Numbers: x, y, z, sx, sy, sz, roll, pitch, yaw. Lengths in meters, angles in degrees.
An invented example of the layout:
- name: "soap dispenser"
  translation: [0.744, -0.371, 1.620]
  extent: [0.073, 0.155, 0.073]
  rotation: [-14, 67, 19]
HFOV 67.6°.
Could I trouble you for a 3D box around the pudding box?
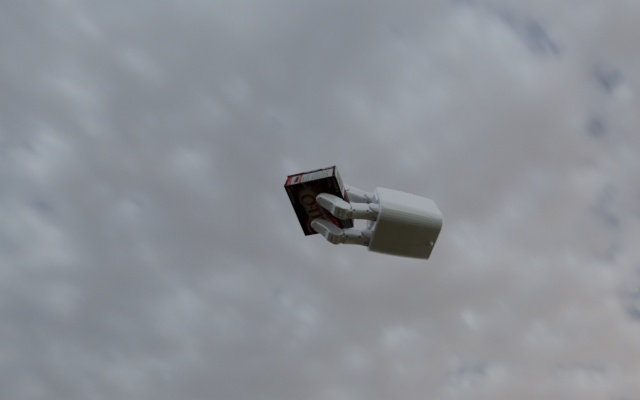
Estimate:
- name: "pudding box"
  translation: [0.000, 0.003, 0.806]
  extent: [0.090, 0.114, 0.039]
  rotation: [-12, 32, 15]
